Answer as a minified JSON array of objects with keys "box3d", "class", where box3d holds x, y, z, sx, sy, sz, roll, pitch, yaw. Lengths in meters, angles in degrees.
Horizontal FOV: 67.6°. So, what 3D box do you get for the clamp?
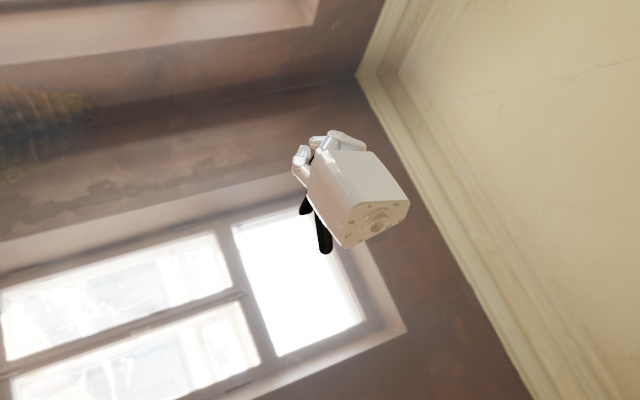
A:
[{"box3d":[0.001,0.002,0.772,0.039,0.172,0.120,-16,51,-22],"class":"clamp"}]
